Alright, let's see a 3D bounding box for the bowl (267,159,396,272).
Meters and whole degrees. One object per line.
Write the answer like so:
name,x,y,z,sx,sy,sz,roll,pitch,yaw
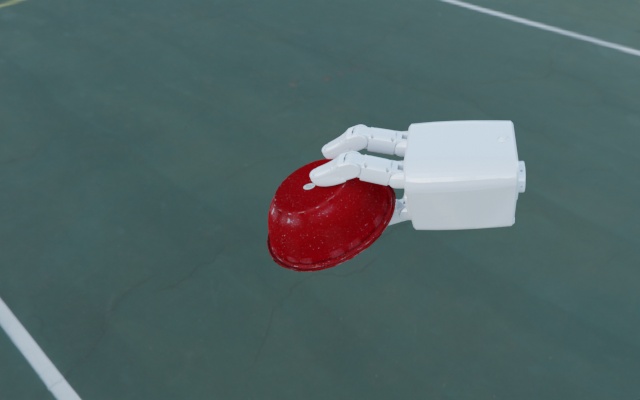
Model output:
bowl,-0.001,0.002,0.542,0.162,0.055,0.162,-20,35,14
